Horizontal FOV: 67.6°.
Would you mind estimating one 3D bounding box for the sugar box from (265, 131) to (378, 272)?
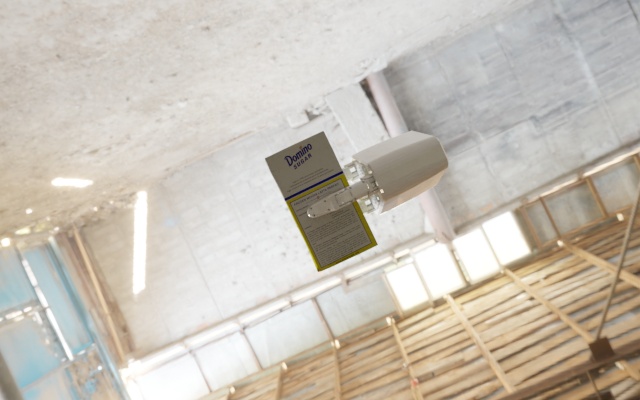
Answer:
[{"bbox_3d":[0.000,0.002,0.672,0.093,0.176,0.048,-25,0,-4],"label":"sugar box"}]
